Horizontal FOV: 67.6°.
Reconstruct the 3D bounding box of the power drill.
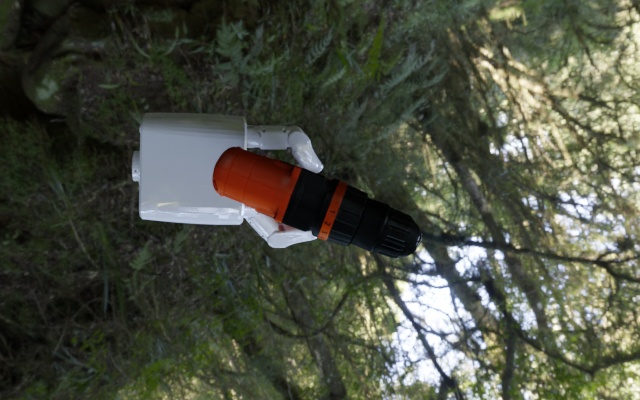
[{"bbox_3d":[0.000,0.002,0.474,0.184,0.057,0.187,23,0,1],"label":"power drill"}]
